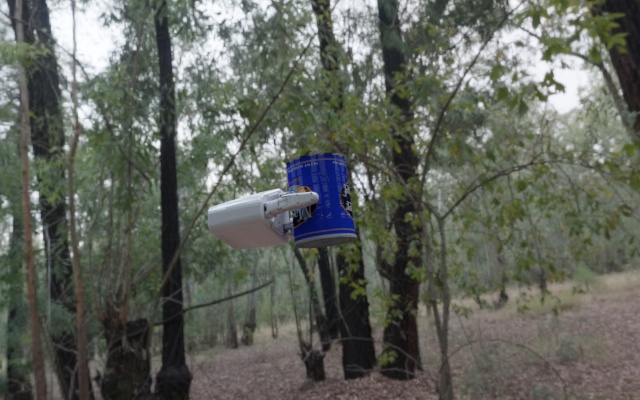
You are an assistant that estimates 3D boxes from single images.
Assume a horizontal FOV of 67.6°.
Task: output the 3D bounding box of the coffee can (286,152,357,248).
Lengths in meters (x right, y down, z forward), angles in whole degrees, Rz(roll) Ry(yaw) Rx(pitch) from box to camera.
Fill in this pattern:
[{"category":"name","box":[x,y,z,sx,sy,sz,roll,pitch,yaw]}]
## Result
[{"category":"coffee can","box":[0.000,0.003,0.796,0.103,0.140,0.103,-7,-12,-1]}]
